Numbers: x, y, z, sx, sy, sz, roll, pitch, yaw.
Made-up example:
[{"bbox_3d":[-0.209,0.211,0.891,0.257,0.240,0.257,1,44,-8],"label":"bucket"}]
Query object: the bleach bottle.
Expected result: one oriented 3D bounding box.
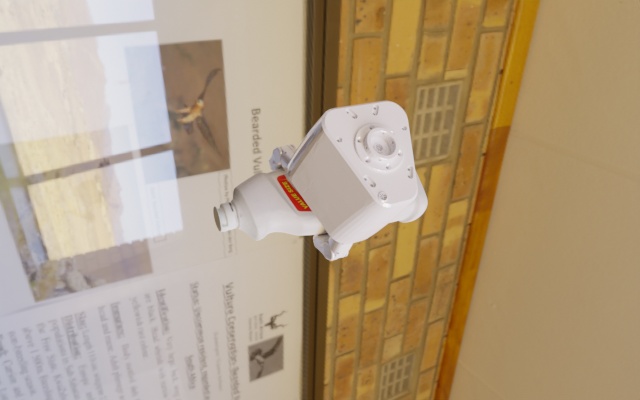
[{"bbox_3d":[0.000,0.002,0.575,0.251,0.102,0.068,-13,-18,-24],"label":"bleach bottle"}]
